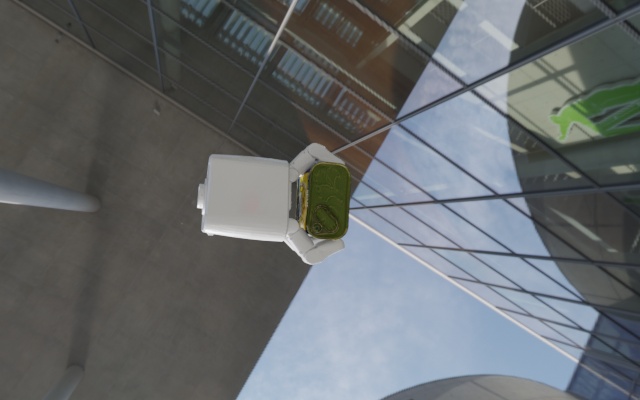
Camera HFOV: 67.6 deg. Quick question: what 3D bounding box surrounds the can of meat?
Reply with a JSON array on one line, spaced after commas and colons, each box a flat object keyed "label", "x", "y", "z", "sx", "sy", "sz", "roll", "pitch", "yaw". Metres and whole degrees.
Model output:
[{"label": "can of meat", "x": 0.000, "y": 0.002, "z": 0.662, "sx": 0.057, "sy": 0.102, "sz": 0.084, "roll": 4, "pitch": -4, "yaw": -16}]
